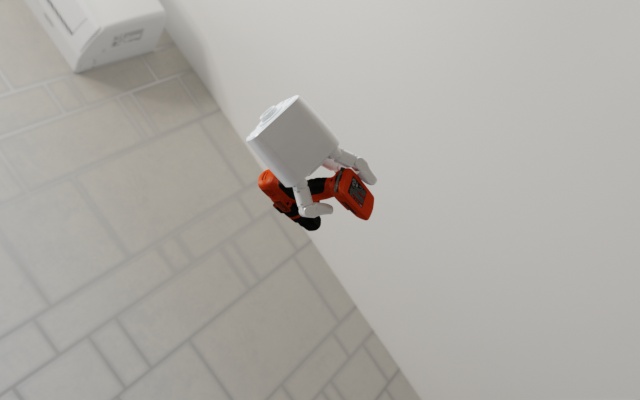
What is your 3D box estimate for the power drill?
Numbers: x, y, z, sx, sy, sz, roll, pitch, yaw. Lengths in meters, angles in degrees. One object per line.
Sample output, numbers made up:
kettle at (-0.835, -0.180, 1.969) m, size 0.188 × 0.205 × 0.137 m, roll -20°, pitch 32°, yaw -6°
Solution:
power drill at (0.000, 0.003, 0.881) m, size 0.187 × 0.057 × 0.184 m, roll -4°, pitch -33°, yaw 35°
